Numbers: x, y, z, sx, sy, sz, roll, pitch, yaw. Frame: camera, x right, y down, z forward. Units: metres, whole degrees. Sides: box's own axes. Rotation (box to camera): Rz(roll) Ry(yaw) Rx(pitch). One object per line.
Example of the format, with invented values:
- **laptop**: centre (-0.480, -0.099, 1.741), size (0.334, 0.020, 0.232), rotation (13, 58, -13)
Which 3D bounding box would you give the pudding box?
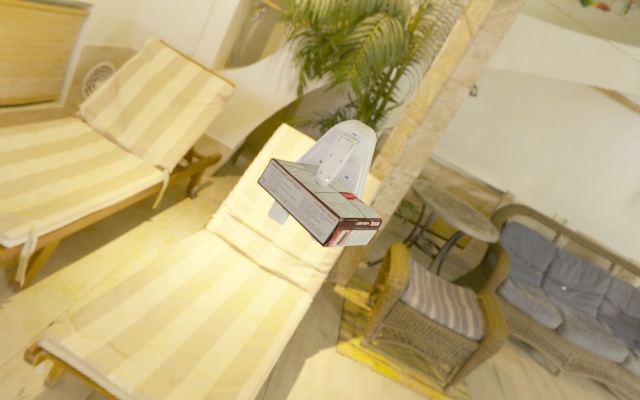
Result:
- **pudding box**: centre (0.000, 0.002, 0.512), size (0.113, 0.039, 0.090), rotation (40, 20, 29)
